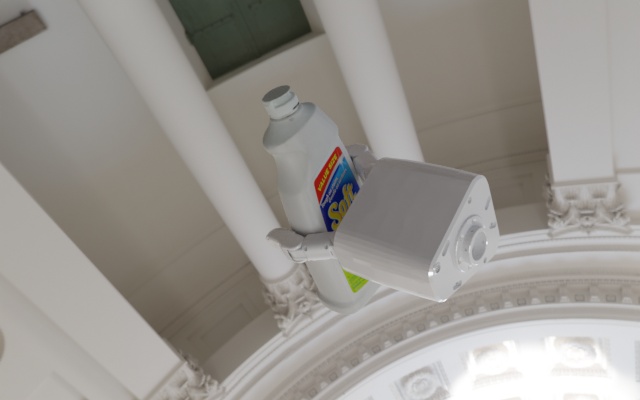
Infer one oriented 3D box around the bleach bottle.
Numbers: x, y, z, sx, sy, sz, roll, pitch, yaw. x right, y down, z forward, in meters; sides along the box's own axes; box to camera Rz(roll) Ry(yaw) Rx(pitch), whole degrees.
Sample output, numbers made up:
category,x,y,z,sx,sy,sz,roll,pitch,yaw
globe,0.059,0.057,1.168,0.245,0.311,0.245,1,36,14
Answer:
category,x,y,z,sx,sy,sz,roll,pitch,yaw
bleach bottle,0.000,0.002,0.501,0.068,0.251,0.102,15,51,45
